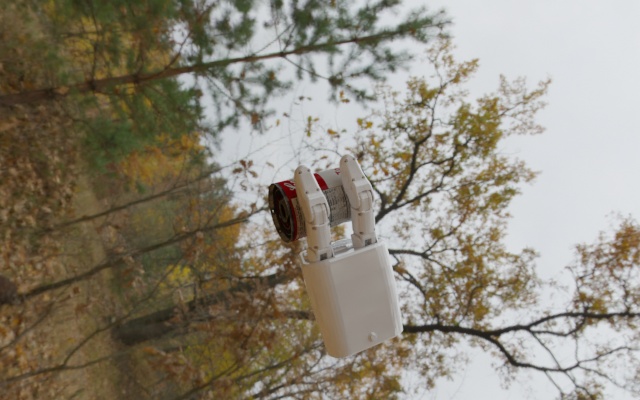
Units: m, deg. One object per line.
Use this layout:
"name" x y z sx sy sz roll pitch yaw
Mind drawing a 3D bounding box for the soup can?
"soup can" 0.000 0.001 0.543 0.102 0.068 0.068 -15 6 -22
